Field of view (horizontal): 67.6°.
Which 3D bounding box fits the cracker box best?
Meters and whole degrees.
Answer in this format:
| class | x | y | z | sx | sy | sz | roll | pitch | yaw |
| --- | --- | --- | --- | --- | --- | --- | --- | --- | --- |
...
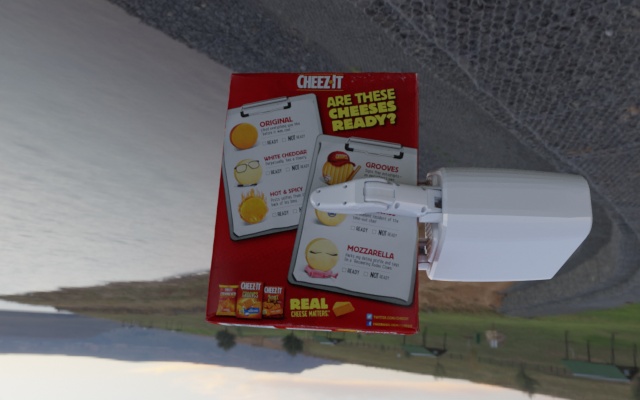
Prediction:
| class | x | y | z | sx | sy | sz | roll | pitch | yaw |
| --- | --- | --- | --- | --- | --- | --- | --- | --- | --- |
| cracker box | 0.000 | 0.001 | 0.411 | 0.164 | 0.213 | 0.072 | 1 | -15 | 5 |
